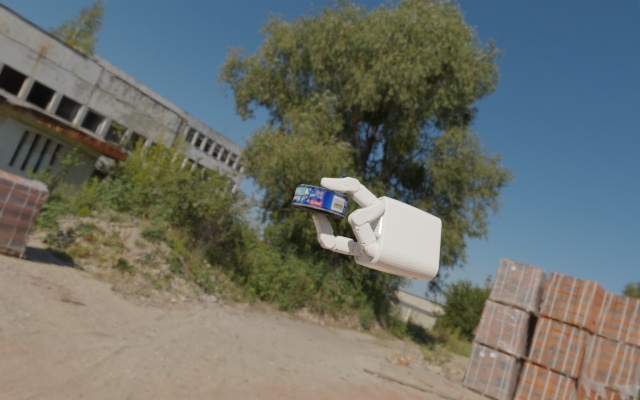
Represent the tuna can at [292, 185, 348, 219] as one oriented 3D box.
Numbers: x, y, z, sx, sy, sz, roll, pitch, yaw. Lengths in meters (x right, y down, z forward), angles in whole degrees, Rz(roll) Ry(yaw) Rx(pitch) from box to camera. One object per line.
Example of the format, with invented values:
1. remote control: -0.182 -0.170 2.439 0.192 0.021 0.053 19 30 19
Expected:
1. tuna can: 0.000 0.002 0.753 0.086 0.033 0.086 14 -7 2
